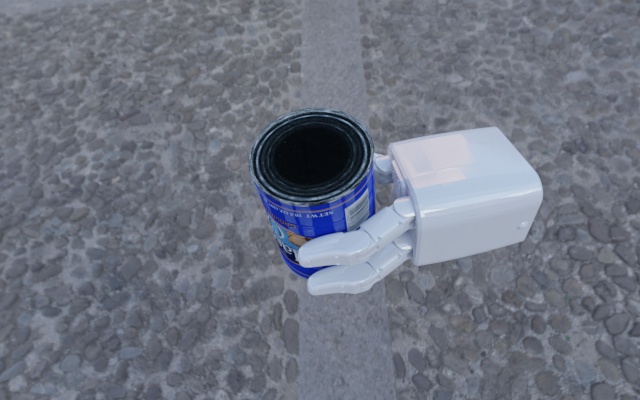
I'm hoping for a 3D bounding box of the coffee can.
[{"bbox_3d":[0.000,0.002,0.440,0.103,0.102,0.140,0,-35,8],"label":"coffee can"}]
